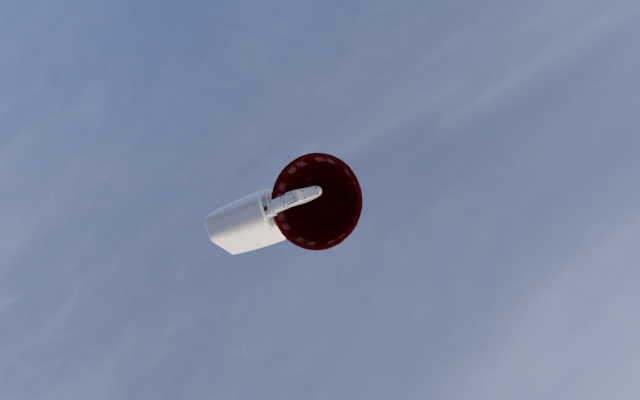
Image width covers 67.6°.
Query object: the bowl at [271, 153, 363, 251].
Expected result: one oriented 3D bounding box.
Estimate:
[{"bbox_3d":[0.002,0.003,0.808,0.162,0.162,0.055,0,-2,21],"label":"bowl"}]
